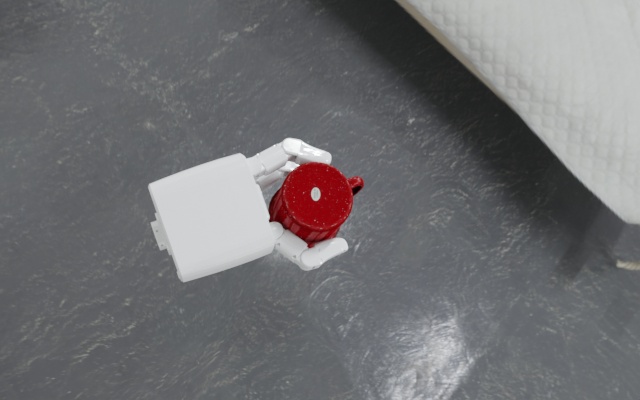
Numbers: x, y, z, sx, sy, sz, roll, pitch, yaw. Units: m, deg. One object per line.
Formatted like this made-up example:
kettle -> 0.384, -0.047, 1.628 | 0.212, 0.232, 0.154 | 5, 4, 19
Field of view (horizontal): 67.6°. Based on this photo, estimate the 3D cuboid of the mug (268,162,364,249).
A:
mug -> 0.001, 0.001, 0.559 | 0.117, 0.093, 0.081 | -22, -12, -18
